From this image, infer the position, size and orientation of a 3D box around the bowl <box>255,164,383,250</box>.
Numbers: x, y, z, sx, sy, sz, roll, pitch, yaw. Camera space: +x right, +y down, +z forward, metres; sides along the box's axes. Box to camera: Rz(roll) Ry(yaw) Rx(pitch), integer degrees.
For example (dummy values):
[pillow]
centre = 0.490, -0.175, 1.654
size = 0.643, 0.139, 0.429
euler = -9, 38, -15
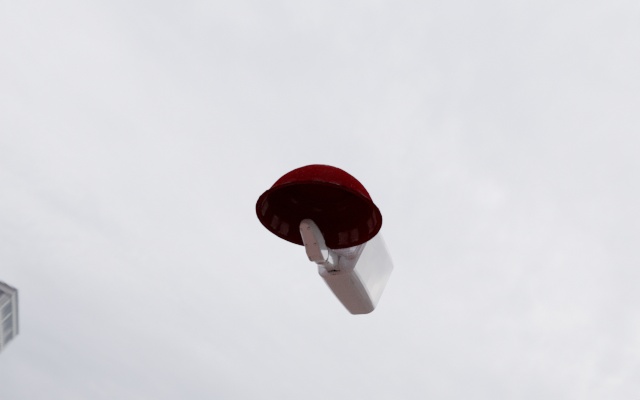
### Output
[bowl]
centre = 0.000, 0.001, 0.614
size = 0.162, 0.055, 0.162
euler = 5, -33, 3
